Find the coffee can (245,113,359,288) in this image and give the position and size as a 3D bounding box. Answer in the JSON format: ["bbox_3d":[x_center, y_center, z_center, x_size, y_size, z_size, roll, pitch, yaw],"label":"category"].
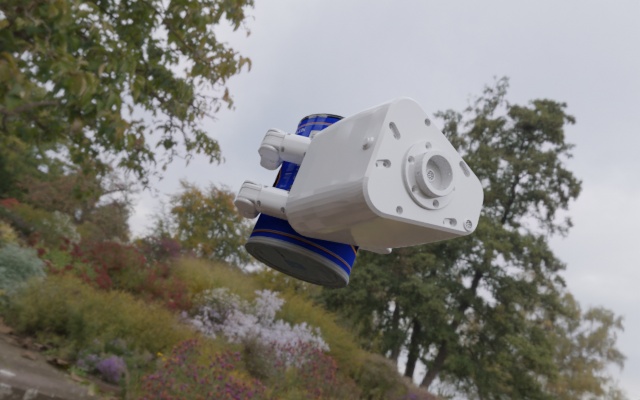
[{"bbox_3d":[0.000,0.002,0.471,0.103,0.140,0.103,19,-21,7],"label":"coffee can"}]
